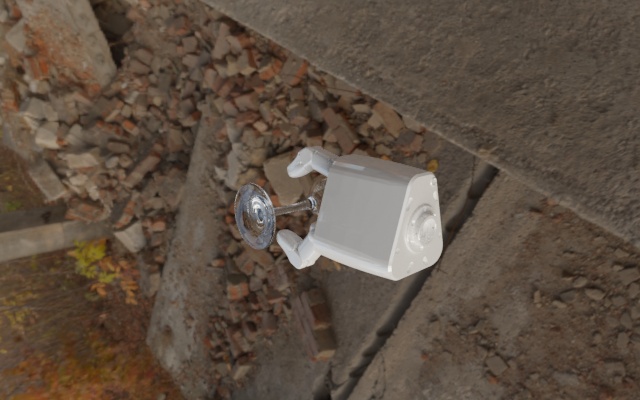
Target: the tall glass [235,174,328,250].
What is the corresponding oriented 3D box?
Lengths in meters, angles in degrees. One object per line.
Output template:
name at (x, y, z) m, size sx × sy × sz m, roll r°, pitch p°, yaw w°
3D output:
tall glass at (-0.001, 0.002, 0.586) m, size 0.201 × 0.079 × 0.079 m, roll -13°, pitch 8°, yaw -42°
